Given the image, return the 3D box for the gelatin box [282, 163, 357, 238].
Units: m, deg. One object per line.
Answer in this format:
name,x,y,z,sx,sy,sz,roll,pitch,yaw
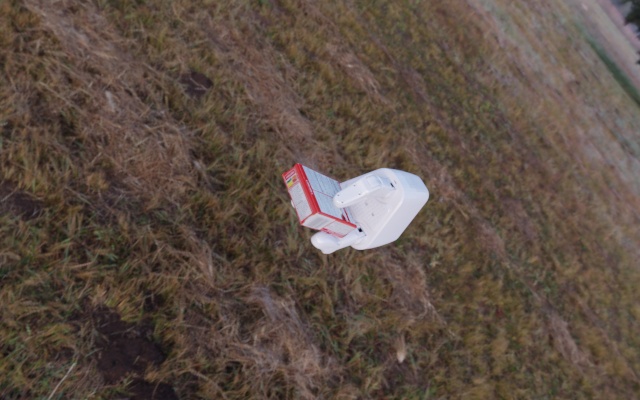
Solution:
gelatin box,0.000,0.002,0.580,0.030,0.073,0.089,-36,-32,23
